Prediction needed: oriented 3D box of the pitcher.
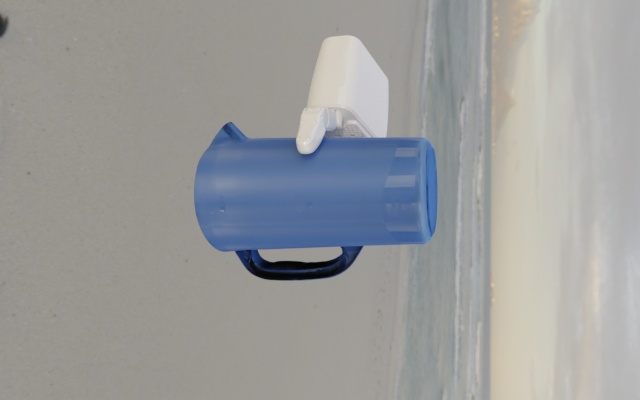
[{"bbox_3d":[0.000,0.002,0.522,0.243,0.145,0.149,0,-27,19],"label":"pitcher"}]
